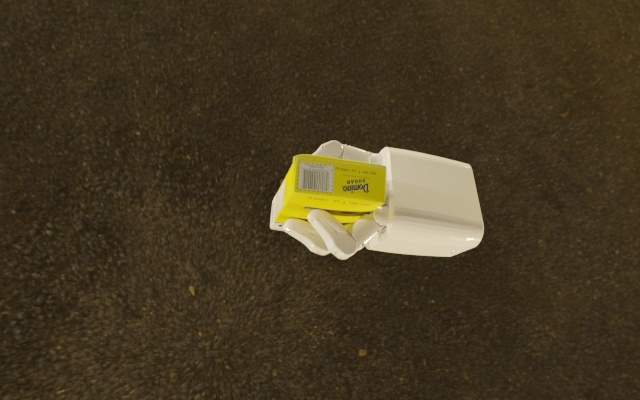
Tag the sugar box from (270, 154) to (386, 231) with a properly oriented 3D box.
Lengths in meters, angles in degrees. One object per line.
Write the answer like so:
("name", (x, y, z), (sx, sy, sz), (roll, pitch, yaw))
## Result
("sugar box", (0.000, 0.002, 0.534), (0.093, 0.048, 0.176), (7, -18, -10))
